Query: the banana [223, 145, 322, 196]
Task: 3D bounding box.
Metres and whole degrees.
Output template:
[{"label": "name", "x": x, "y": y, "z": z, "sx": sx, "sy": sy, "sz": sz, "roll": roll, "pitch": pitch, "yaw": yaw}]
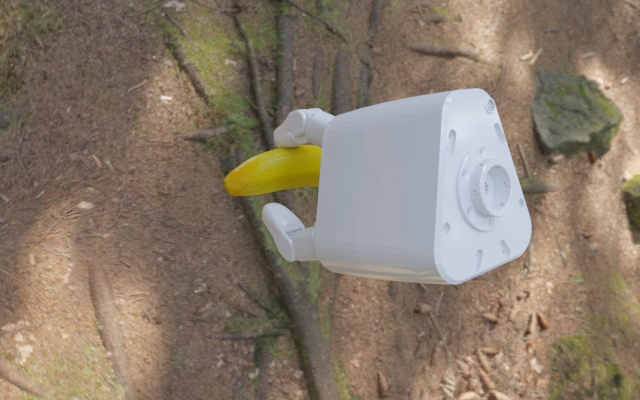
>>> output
[{"label": "banana", "x": 0.007, "y": -0.016, "z": 0.443, "sx": 0.198, "sy": 0.069, "sz": 0.037, "roll": 18, "pitch": -8, "yaw": -36}]
